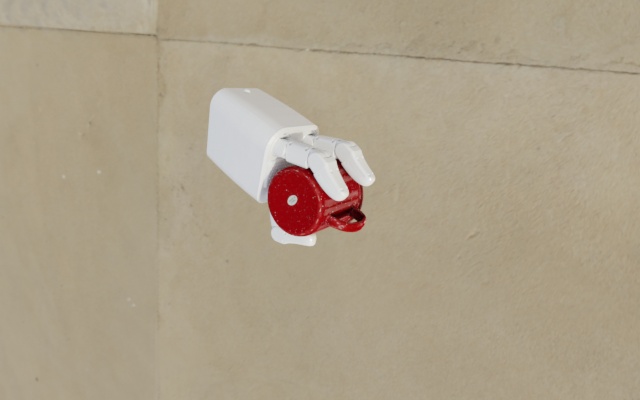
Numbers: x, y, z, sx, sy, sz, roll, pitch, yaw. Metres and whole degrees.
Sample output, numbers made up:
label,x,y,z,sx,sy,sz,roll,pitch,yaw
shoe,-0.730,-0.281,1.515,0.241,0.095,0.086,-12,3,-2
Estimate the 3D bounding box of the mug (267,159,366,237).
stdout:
label,x,y,z,sx,sy,sz,roll,pitch,yaw
mug,0.001,0.003,0.563,0.117,0.093,0.081,37,30,23
